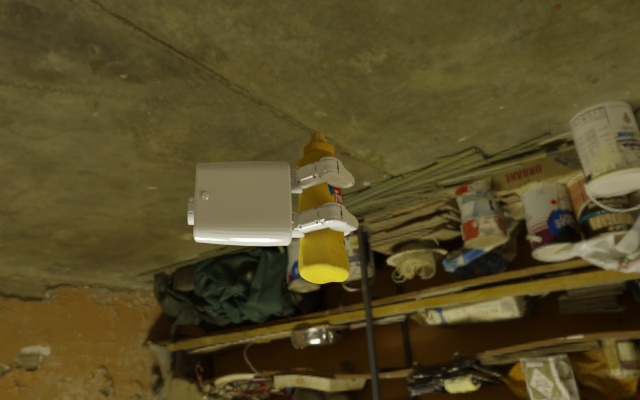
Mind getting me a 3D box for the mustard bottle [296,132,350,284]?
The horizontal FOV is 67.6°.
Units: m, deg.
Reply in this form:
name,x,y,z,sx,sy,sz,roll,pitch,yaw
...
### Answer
name,x,y,z,sx,sy,sz,roll,pitch,yaw
mustard bottle,0.000,0.002,0.599,0.058,0.191,0.096,-8,-22,12
